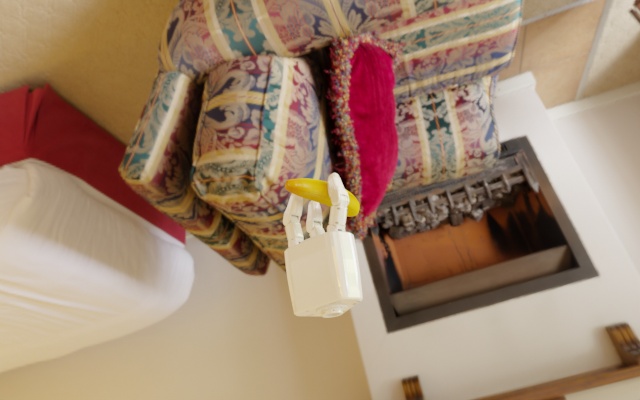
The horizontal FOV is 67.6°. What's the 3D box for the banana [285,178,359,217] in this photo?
[{"bbox_3d":[0.018,-0.001,0.814,0.069,0.037,0.198,-15,-23,25],"label":"banana"}]
